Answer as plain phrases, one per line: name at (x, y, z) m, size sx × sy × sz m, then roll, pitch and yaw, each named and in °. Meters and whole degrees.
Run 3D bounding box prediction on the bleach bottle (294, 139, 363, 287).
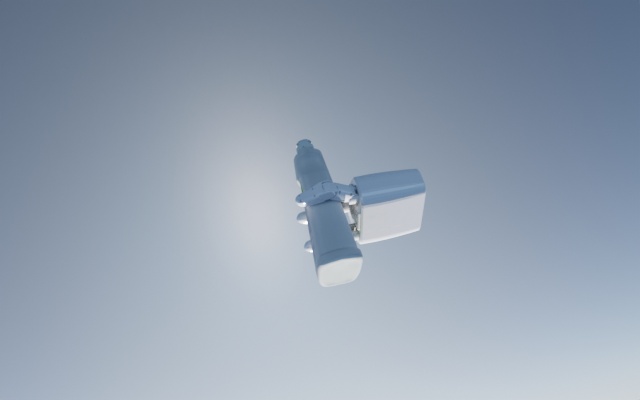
bleach bottle at (0.000, 0.003, 0.757) m, size 0.068 × 0.250 × 0.103 m, roll -11°, pitch -31°, yaw -8°
